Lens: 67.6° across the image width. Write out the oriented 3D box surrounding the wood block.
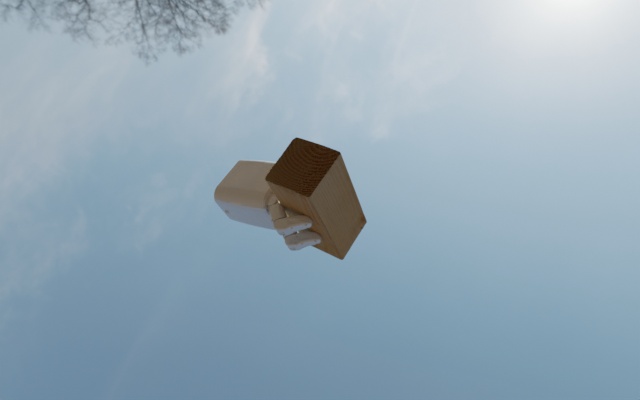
[{"bbox_3d":[0.000,0.002,0.796,0.090,0.090,0.206,22,-23,29],"label":"wood block"}]
